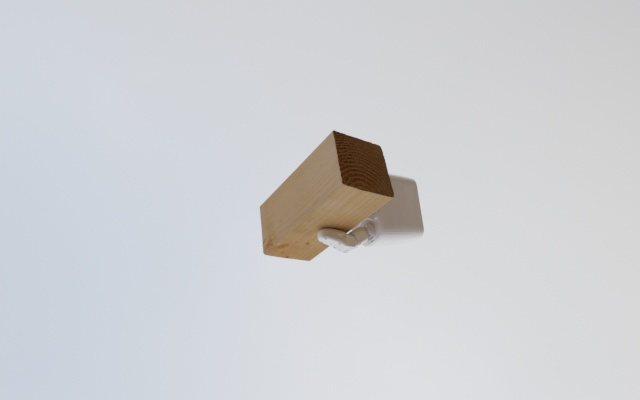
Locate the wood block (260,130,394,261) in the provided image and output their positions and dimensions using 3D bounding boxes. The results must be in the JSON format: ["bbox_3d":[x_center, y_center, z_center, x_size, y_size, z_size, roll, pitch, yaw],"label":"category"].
[{"bbox_3d":[0.000,0.003,0.701,0.090,0.090,0.206,13,-38,-33],"label":"wood block"}]
